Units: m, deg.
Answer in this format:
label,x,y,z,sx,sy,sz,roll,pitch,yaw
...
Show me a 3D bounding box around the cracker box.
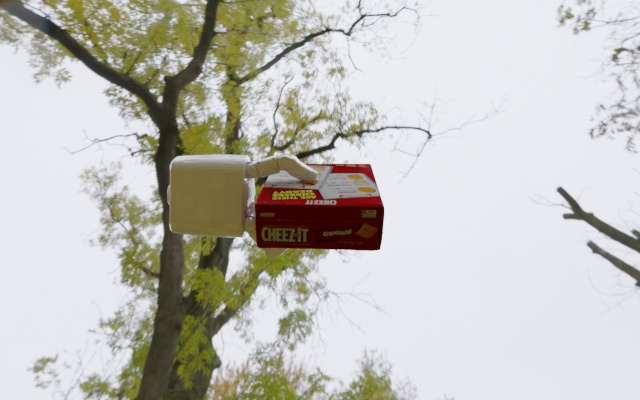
label,x,y,z,sx,sy,sz,roll,pitch,yaw
cracker box,0.000,0.002,0.702,0.164,0.072,0.213,1,19,1
